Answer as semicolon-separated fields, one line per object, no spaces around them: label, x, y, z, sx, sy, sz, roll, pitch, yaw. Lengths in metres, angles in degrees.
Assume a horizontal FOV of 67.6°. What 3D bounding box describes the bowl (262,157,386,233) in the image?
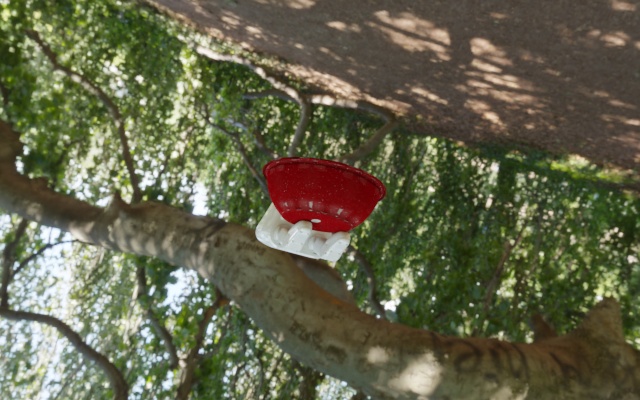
bowl;0.000;0.002;0.606;0.162;0.055;0.162;10;-18;3
